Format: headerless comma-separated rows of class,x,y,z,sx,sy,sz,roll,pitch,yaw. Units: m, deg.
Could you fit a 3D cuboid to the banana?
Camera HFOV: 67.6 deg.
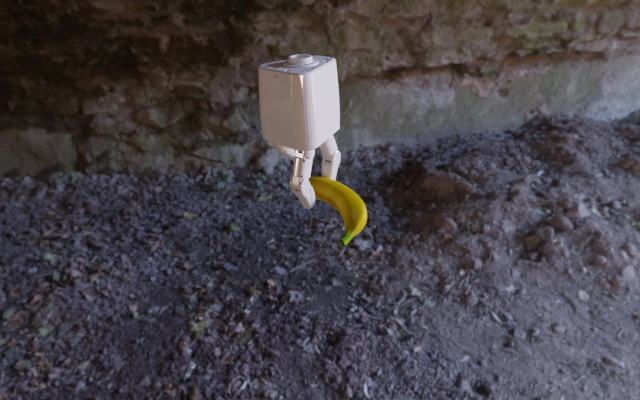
banana,0.019,0.000,0.723,0.069,0.037,0.197,-14,31,-20
